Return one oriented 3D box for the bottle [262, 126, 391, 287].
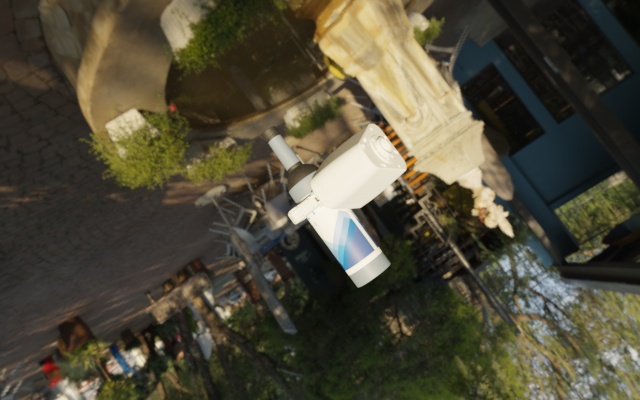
[{"bbox_3d":[0.000,0.003,0.782,0.069,0.295,0.069,-36,-4,-3],"label":"bottle"}]
